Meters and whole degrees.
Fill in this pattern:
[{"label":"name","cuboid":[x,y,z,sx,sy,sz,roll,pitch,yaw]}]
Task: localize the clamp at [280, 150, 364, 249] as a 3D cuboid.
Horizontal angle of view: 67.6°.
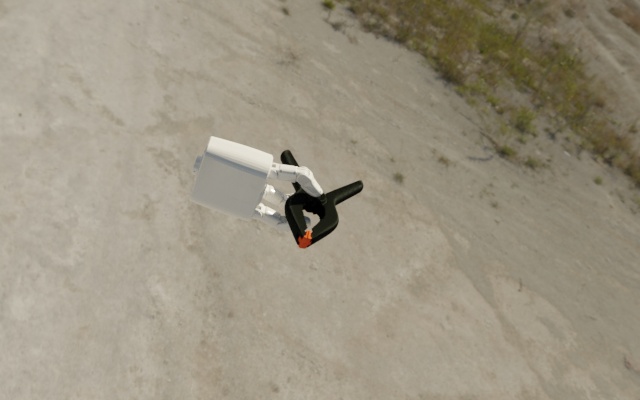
[{"label":"clamp","cuboid":[0.000,0.002,0.824,0.164,0.036,0.209,17,41,-12]}]
